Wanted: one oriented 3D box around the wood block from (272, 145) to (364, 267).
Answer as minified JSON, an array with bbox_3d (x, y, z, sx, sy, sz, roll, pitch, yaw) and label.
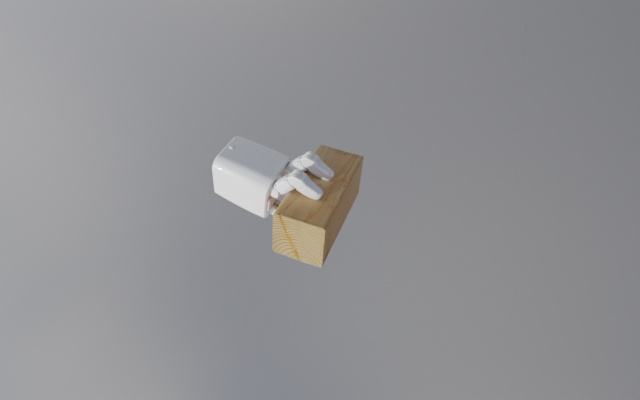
[{"bbox_3d":[0.000,0.003,0.827,0.090,0.091,0.206,17,43,12],"label":"wood block"}]
